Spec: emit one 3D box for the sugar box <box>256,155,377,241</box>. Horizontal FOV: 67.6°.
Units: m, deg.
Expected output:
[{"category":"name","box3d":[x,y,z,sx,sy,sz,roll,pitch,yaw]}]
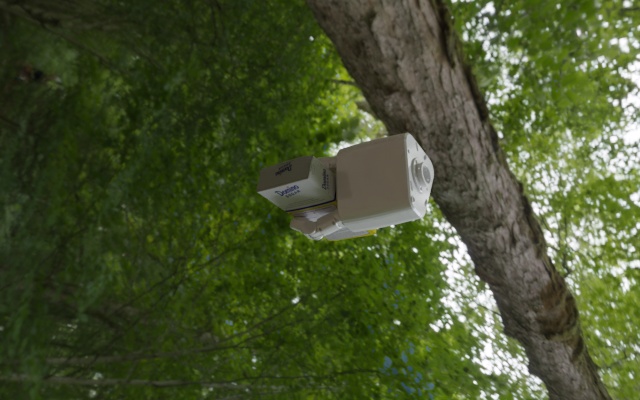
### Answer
[{"category":"sugar box","box3d":[0.000,0.002,0.698,0.093,0.048,0.176,-12,-37,34]}]
